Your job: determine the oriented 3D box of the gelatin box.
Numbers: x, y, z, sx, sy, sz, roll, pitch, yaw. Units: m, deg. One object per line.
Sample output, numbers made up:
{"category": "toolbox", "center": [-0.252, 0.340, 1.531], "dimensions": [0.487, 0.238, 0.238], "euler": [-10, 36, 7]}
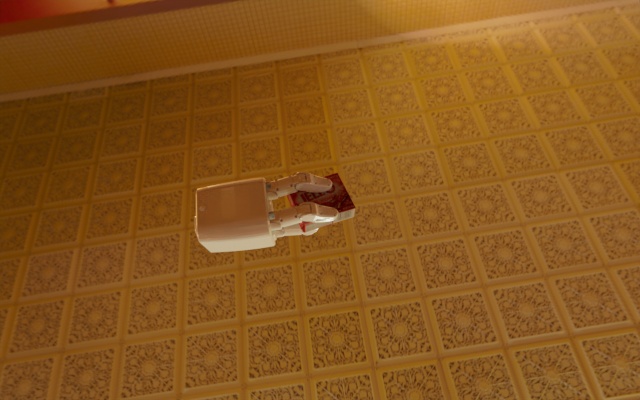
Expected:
{"category": "gelatin box", "center": [0.000, 0.003, 0.746], "dimensions": [0.089, 0.073, 0.030], "euler": [-17, -32, -14]}
